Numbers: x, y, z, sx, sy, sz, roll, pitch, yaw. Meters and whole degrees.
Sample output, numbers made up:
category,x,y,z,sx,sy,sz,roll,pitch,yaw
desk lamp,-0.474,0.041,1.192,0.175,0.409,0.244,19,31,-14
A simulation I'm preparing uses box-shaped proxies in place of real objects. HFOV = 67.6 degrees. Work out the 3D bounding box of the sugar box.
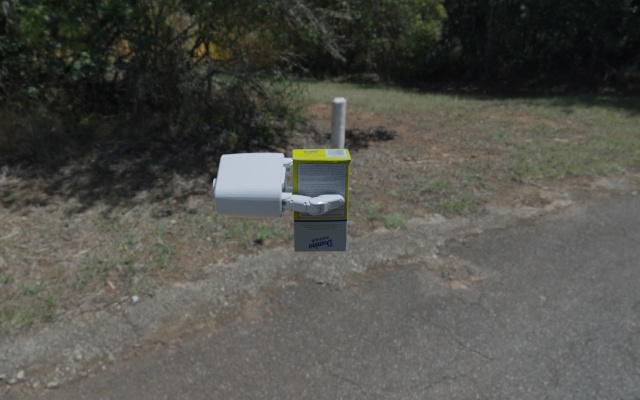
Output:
category,x,y,z,sx,sy,sz,roll,pitch,yaw
sugar box,0.000,0.002,0.800,0.093,0.176,0.048,0,31,-3
